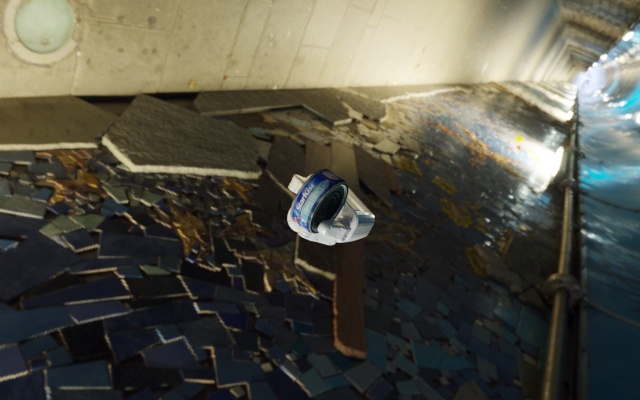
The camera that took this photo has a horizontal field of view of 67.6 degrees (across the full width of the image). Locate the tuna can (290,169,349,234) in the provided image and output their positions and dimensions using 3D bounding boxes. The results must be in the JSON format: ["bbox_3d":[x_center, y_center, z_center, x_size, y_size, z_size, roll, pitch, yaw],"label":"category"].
[{"bbox_3d":[0.001,0.002,0.646,0.033,0.086,0.086,34,15,23],"label":"tuna can"}]
